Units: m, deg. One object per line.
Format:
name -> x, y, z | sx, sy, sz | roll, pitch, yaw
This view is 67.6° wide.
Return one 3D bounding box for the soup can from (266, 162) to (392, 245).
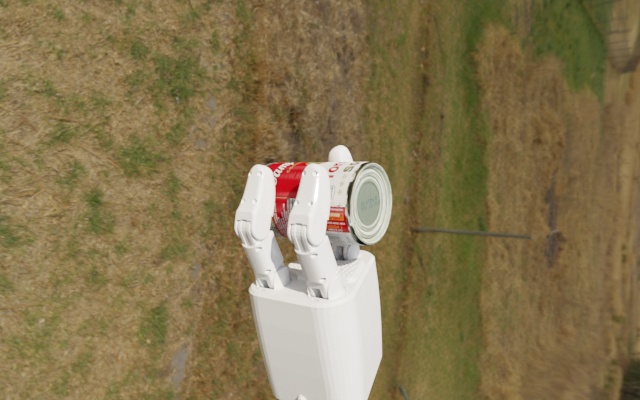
soup can -> 0.000, 0.001, 0.403 | 0.102, 0.068, 0.068 | 2, 1, 36
